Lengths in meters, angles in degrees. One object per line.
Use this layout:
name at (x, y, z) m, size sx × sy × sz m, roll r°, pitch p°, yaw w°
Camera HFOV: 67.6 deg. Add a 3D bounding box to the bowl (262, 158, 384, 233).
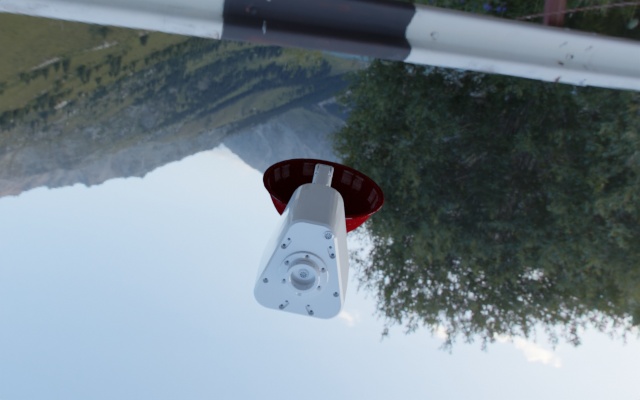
bowl at (0.000, 0.002, 0.640) m, size 0.162 × 0.055 × 0.162 m, roll 9°, pitch 29°, yaw -5°
